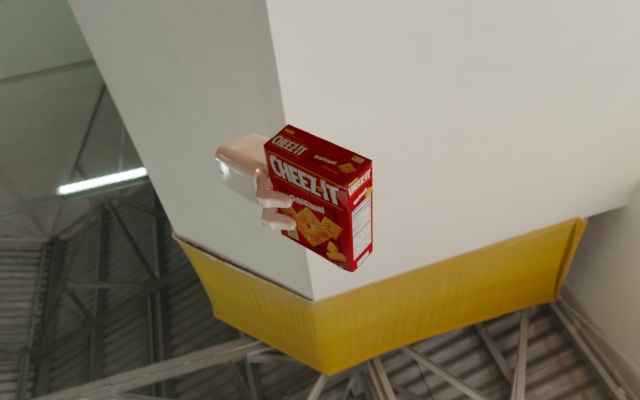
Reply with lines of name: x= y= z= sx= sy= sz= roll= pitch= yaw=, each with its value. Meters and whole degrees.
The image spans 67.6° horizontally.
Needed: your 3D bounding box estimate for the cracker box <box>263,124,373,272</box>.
cracker box: x=0.000 y=0.003 z=0.779 sx=0.164 sy=0.214 sz=0.072 roll=27 pitch=55 yaw=28
